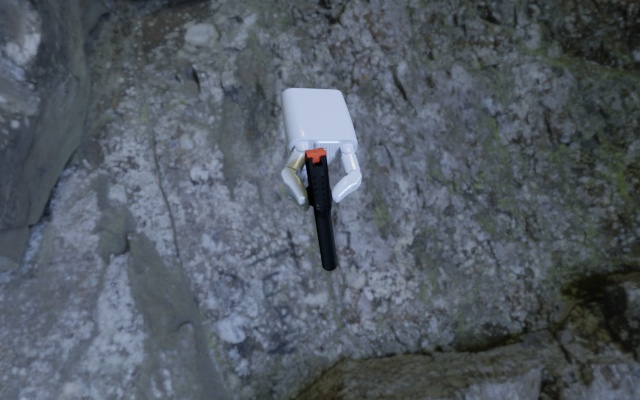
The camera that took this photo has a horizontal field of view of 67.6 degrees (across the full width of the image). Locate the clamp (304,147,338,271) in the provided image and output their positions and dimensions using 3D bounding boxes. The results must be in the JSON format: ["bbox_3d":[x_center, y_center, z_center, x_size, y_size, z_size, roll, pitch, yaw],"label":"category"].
[{"bbox_3d":[0.001,0.002,0.712,0.036,0.164,0.210,-11,-27,-4],"label":"clamp"}]
